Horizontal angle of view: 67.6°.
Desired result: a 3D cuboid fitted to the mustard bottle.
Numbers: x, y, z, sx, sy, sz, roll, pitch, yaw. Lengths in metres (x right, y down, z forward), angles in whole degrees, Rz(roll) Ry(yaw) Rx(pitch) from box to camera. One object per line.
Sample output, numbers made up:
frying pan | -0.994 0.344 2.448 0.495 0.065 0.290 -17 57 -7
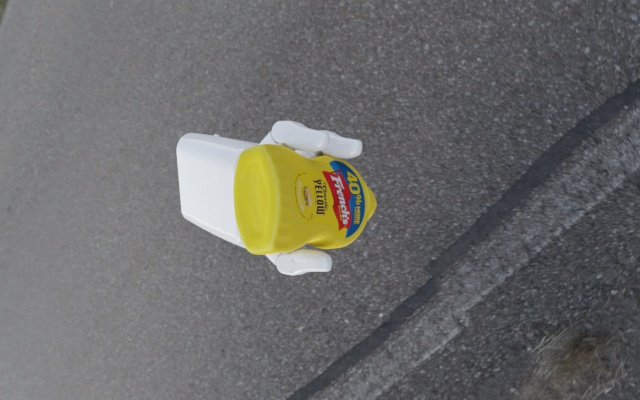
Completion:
mustard bottle | 0.000 0.002 0.484 0.058 0.096 0.191 -12 -9 36
